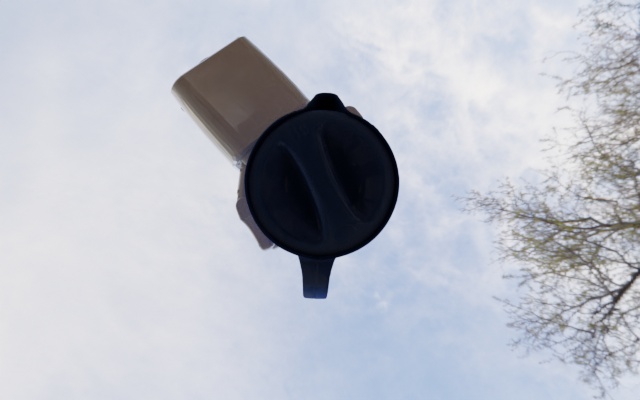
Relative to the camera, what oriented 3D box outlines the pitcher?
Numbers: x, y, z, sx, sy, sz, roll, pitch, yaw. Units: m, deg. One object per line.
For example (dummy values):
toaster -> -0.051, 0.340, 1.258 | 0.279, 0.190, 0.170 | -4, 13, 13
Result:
pitcher -> 0.000, 0.002, 0.521 | 0.149, 0.145, 0.243 | -43, -3, -2
